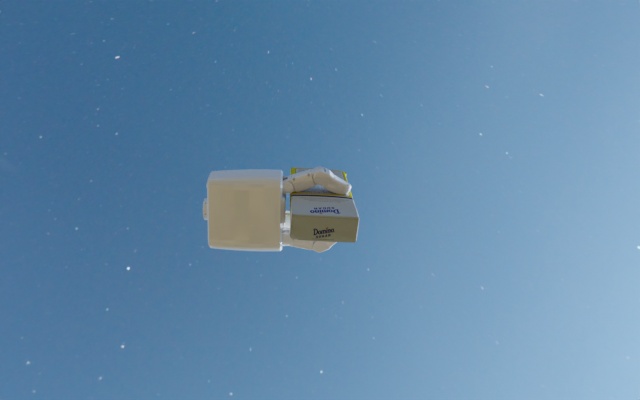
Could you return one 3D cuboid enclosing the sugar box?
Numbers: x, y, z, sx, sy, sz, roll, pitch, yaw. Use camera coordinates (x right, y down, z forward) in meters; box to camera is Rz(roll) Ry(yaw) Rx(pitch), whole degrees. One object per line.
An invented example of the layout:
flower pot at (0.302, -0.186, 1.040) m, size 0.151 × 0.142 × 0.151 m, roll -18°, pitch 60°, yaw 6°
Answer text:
sugar box at (0.000, 0.003, 0.714) m, size 0.093 × 0.048 × 0.176 m, roll 3°, pitch 27°, yaw -5°
